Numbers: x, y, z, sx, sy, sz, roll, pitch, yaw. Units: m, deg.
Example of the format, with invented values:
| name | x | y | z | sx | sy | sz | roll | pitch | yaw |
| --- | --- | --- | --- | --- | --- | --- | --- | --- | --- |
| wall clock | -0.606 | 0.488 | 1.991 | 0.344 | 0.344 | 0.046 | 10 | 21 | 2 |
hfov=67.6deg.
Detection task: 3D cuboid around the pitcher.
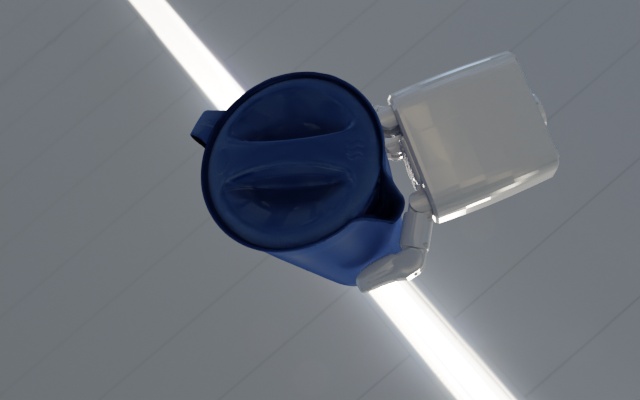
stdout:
| name | x | y | z | sx | sy | sz | roll | pitch | yaw |
| --- | --- | --- | --- | --- | --- | --- | --- | --- | --- |
| pitcher | 0.000 | 0.001 | 0.431 | 0.145 | 0.149 | 0.243 | -21 | -23 | 8 |
